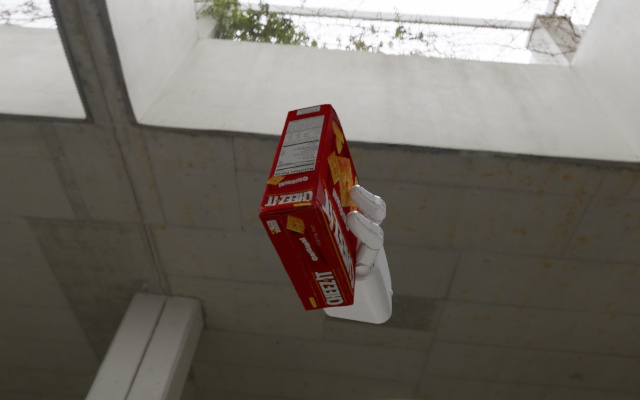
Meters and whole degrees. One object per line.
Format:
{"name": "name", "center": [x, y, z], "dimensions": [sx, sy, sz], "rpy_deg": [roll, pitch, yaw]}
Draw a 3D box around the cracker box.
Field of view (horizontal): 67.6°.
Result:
{"name": "cracker box", "center": [0.000, 0.002, 0.606], "dimensions": [0.072, 0.164, 0.213], "rpy_deg": [-10, 38, 15]}
